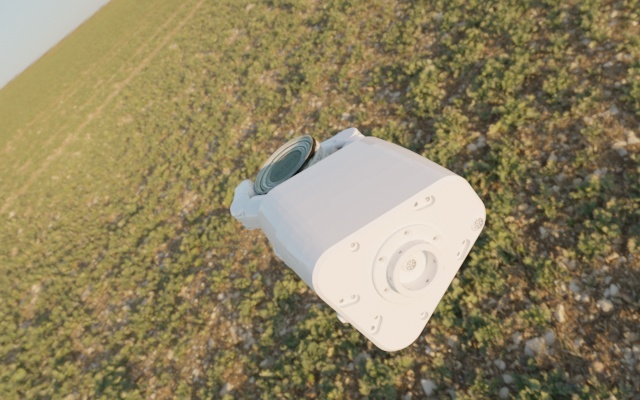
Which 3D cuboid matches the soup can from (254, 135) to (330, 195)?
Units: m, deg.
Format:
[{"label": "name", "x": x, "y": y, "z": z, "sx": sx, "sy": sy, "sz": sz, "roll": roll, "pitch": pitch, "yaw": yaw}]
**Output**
[{"label": "soup can", "x": 0.000, "y": 0.001, "z": 0.416, "sx": 0.102, "sy": 0.068, "sz": 0.068, "roll": 45, "pitch": -25, "yaw": -28}]
